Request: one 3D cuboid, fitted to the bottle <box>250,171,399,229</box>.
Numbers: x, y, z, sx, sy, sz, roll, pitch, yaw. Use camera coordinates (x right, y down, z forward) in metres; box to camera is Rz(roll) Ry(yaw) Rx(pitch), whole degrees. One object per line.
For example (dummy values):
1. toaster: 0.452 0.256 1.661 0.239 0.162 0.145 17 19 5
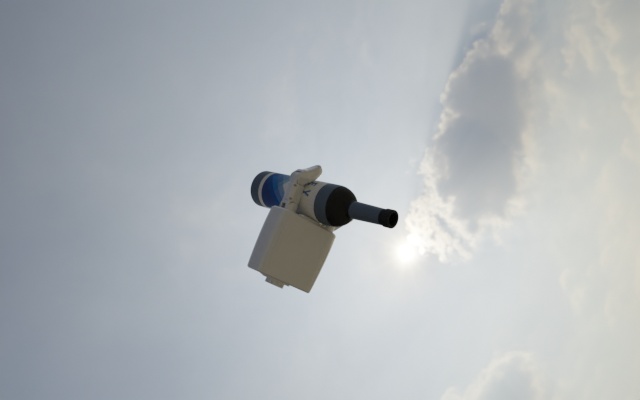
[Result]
1. bottle: 0.000 0.002 0.777 0.069 0.069 0.295 0 9 -45
